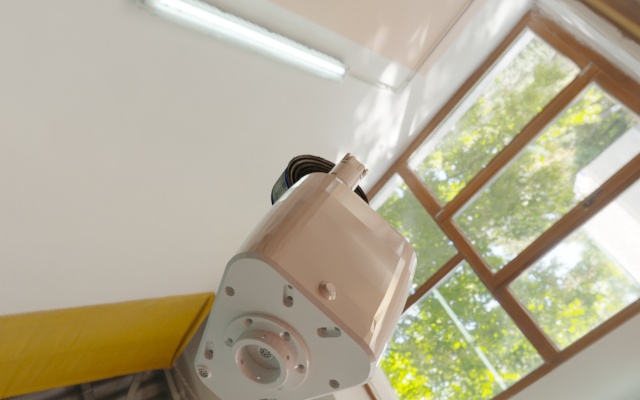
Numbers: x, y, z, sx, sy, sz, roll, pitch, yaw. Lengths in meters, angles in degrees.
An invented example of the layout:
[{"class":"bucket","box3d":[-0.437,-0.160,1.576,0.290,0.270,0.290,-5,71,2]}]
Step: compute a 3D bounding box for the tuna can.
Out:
[{"class":"tuna can","box3d":[0.000,0.002,0.421,0.086,0.086,0.034,0,-40,-44]}]
